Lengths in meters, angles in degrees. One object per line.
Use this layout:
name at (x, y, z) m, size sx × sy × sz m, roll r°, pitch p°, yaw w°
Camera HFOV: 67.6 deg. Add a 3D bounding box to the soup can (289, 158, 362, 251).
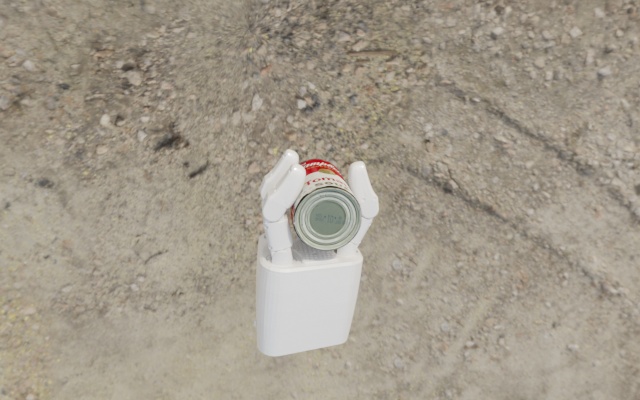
soup can at (0.000, 0.001, 0.496) m, size 0.068 × 0.068 × 0.102 m, roll 0°, pitch 20°, yaw -9°
